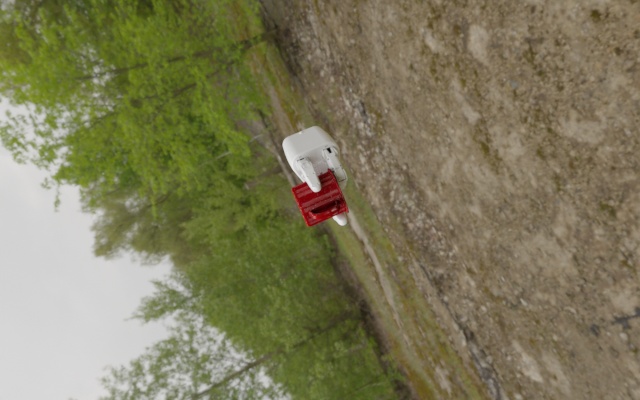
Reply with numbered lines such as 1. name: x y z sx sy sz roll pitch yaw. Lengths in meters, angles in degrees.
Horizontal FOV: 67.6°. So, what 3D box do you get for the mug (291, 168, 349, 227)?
1. mug: 0.000 0.004 0.880 0.081 0.093 0.117 -24 30 -3
